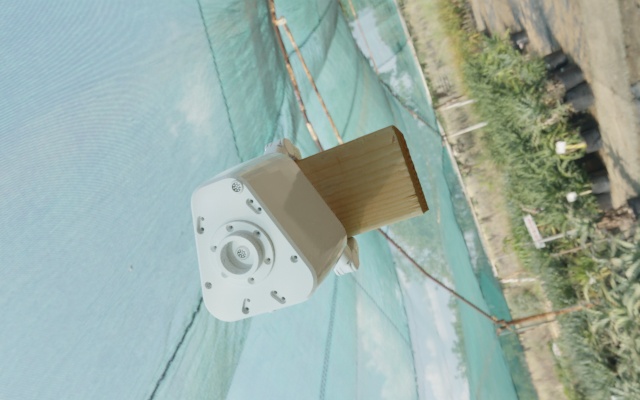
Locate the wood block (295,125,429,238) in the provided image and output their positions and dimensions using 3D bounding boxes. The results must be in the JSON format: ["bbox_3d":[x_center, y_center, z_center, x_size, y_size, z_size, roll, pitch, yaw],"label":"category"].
[{"bbox_3d":[0.000,0.001,0.510,0.206,0.091,0.090,-19,-4,16],"label":"wood block"}]
